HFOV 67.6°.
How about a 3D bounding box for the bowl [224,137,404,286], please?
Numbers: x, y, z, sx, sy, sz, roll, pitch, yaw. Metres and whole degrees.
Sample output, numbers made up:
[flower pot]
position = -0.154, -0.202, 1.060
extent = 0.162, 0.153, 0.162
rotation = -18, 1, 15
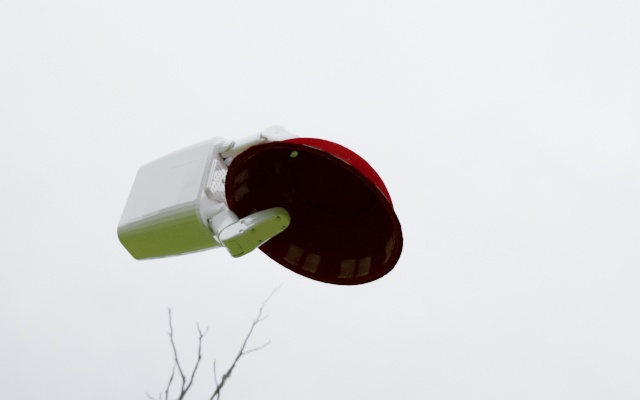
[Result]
[bowl]
position = 0.001, 0.001, 0.416
extent = 0.162, 0.162, 0.055
rotation = 0, 41, 31
